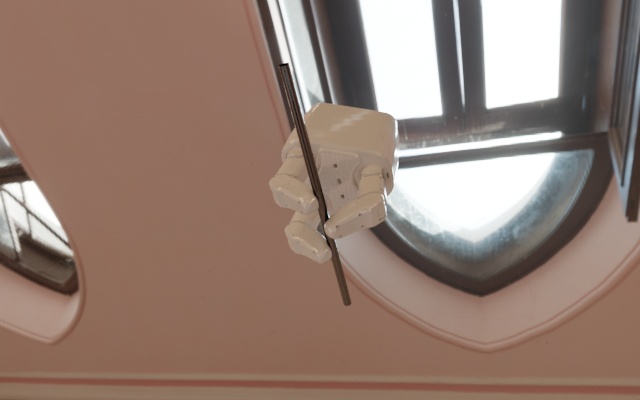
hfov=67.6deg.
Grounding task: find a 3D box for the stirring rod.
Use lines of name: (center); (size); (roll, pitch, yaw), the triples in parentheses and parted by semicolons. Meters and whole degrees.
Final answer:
stirring rod: (0.000, 0.001, 0.407); (0.011, 0.240, 0.011); (-11, 31, 7)
